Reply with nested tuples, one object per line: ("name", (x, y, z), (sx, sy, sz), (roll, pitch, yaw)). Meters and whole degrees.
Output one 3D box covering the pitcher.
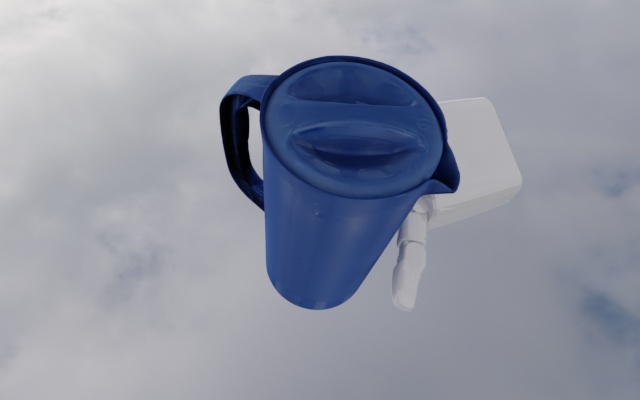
("pitcher", (0.000, 0.001, 0.425), (0.145, 0.149, 0.243), (-14, -29, -18))
